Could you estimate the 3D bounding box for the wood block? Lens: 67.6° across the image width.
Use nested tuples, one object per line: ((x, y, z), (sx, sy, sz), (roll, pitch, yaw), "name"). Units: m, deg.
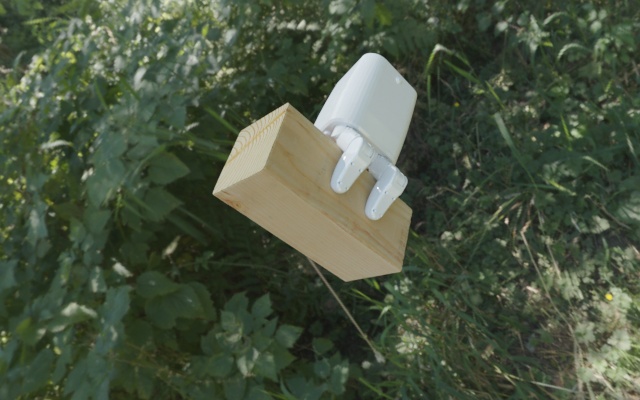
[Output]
((0.000, 0.001, 0.533), (0.206, 0.090, 0.091), (37, -37, -30), "wood block")
